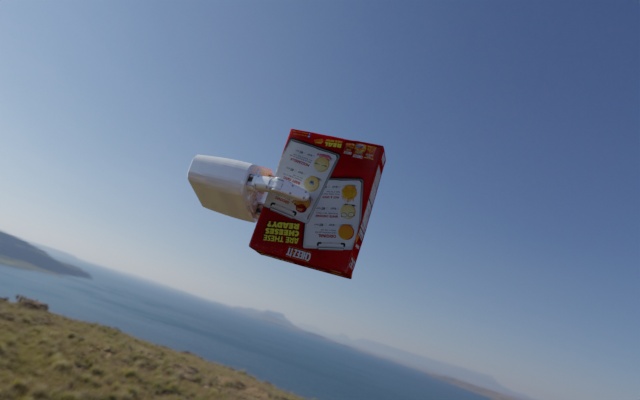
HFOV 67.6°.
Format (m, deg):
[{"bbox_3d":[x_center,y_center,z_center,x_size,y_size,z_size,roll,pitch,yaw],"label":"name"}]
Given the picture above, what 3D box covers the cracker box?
[{"bbox_3d":[0.000,0.002,0.778,0.164,0.213,0.072,13,-15,17],"label":"cracker box"}]
